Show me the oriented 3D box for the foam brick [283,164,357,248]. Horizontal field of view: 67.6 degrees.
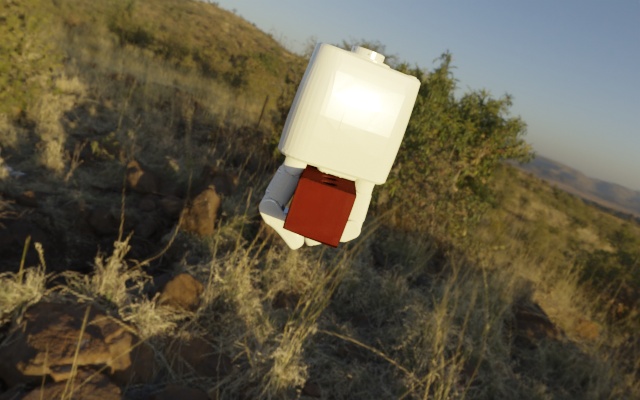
[{"bbox_3d":[0.000,0.002,0.446,0.053,0.051,0.078,20,14,-3],"label":"foam brick"}]
